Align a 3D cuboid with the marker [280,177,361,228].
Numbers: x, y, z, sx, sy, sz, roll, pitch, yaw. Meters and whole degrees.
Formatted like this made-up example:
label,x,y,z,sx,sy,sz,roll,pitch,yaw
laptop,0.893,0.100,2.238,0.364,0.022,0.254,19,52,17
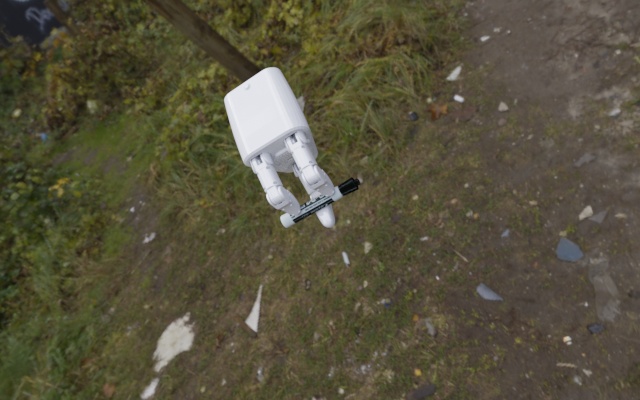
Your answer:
label,x,y,z,sx,sy,sz,roll,pitch,yaw
marker,0.000,0.002,0.651,0.121,0.020,0.020,-29,-8,15
